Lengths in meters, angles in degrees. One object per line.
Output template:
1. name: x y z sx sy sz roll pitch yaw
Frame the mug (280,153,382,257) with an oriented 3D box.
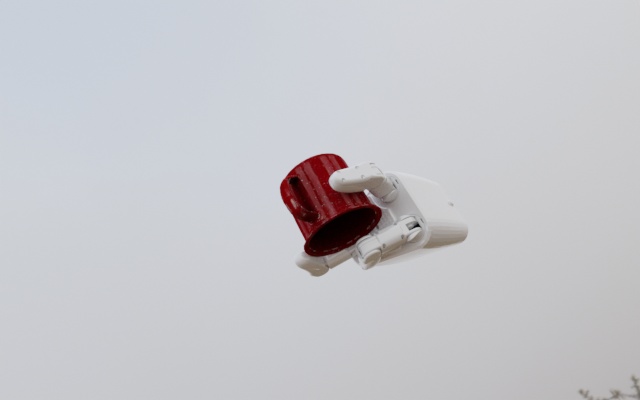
1. mug: -0.001 0.001 0.516 0.117 0.081 0.093 8 -44 -49
